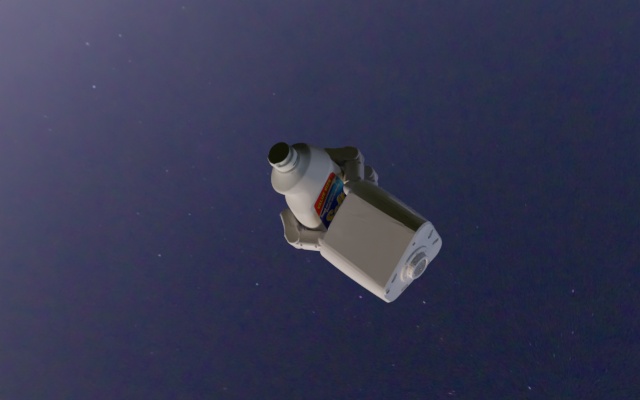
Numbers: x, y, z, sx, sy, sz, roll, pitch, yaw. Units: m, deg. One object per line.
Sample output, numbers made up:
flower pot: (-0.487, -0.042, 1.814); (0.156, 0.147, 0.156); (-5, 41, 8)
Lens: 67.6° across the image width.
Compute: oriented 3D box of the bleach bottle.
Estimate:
bleach bottle: (0.000, 0.002, 0.642); (0.068, 0.102, 0.251); (35, -5, 35)
